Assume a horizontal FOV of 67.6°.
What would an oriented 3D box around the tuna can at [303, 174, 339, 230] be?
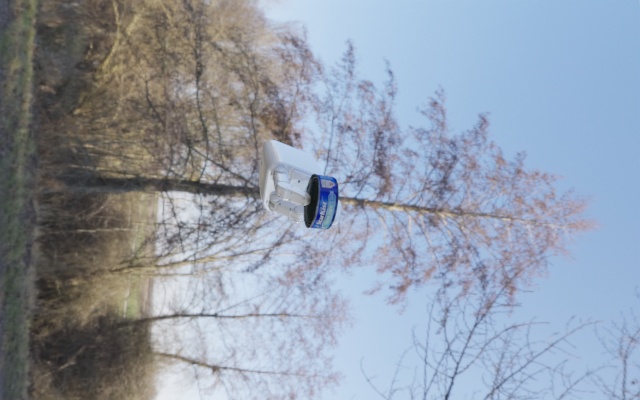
[{"bbox_3d":[0.001,0.003,0.748,0.034,0.086,0.086,7,-2,-15],"label":"tuna can"}]
